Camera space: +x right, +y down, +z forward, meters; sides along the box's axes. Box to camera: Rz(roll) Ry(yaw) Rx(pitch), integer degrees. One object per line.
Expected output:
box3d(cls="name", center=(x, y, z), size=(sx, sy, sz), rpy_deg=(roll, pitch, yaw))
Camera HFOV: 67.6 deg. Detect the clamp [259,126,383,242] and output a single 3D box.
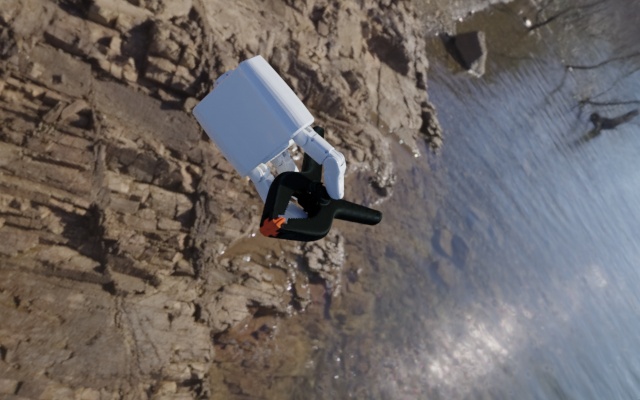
box3d(cls="clamp", center=(0.000, 0.002, 0.614), size=(0.036, 0.164, 0.210), rpy_deg=(-35, 7, 38))
